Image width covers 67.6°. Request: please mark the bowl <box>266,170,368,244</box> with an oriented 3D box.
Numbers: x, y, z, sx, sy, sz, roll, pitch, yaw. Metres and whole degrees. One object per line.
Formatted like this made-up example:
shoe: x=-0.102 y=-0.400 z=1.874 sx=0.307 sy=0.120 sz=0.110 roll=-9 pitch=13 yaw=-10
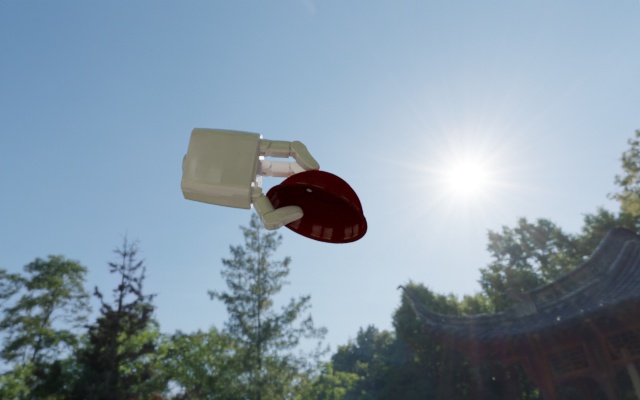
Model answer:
bowl: x=0.001 y=0.003 z=0.730 sx=0.162 sy=0.055 sz=0.162 roll=15 pitch=-31 yaw=9
